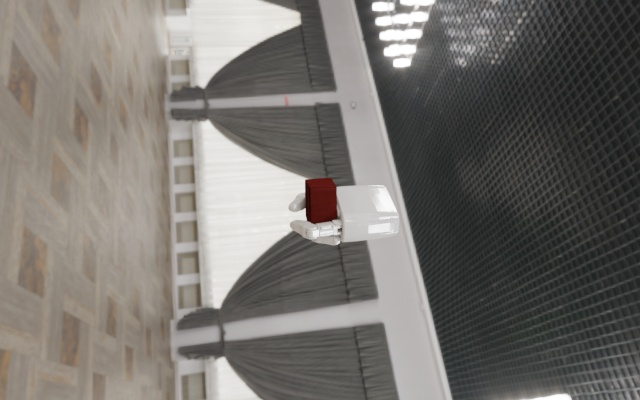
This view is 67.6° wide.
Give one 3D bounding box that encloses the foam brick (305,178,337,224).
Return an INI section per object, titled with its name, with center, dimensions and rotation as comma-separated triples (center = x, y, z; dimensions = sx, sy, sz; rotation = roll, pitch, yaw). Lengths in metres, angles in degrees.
[foam brick]
center = 0.000, 0.003, 0.872
dimensions = 0.051, 0.078, 0.053
rotation = -4, 23, -8
